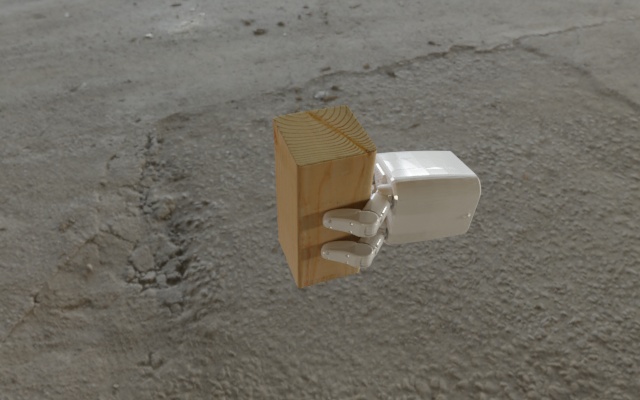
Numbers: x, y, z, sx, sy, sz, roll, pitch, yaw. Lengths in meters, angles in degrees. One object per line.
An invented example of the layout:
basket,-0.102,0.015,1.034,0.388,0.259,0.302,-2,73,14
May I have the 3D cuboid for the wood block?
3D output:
wood block,0.000,0.002,0.577,0.090,0.206,0.090,-13,46,-15
